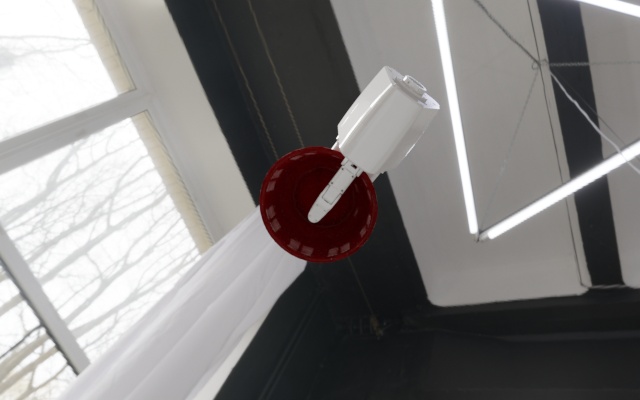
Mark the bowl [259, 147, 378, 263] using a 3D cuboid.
[{"bbox_3d":[-0.001,0.003,0.665,0.162,0.162,0.055,0,14,10],"label":"bowl"}]
